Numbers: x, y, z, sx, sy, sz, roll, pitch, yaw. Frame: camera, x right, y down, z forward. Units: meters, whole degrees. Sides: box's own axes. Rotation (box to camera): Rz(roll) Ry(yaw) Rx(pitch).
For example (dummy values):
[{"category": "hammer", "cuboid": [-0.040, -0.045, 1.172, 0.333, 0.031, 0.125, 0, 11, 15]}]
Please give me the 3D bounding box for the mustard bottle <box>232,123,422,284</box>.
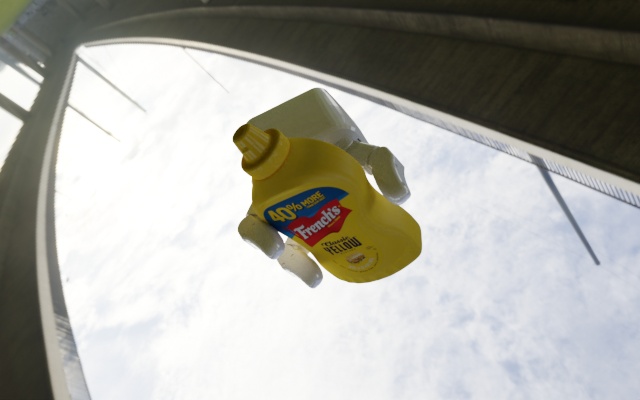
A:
[{"category": "mustard bottle", "cuboid": [0.000, 0.002, 0.402, 0.096, 0.058, 0.192, -22, -47, 32]}]
